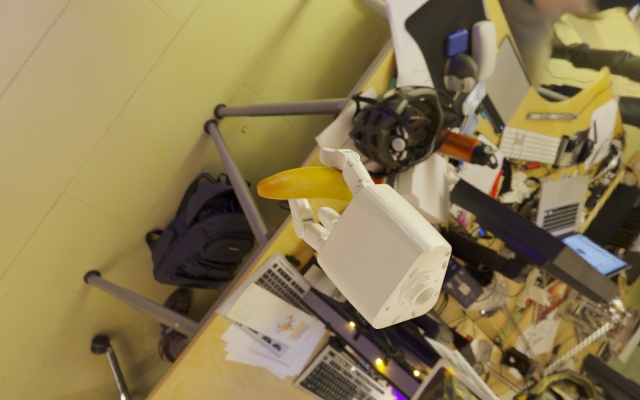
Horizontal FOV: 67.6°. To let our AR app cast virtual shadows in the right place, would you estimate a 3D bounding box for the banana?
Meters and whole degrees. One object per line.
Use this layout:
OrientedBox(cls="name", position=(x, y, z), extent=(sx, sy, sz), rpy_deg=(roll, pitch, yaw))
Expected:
OrientedBox(cls="banana", position=(0.014, -0.010, 0.570), extent=(0.070, 0.037, 0.198), rpy_deg=(-44, -34, 22))
